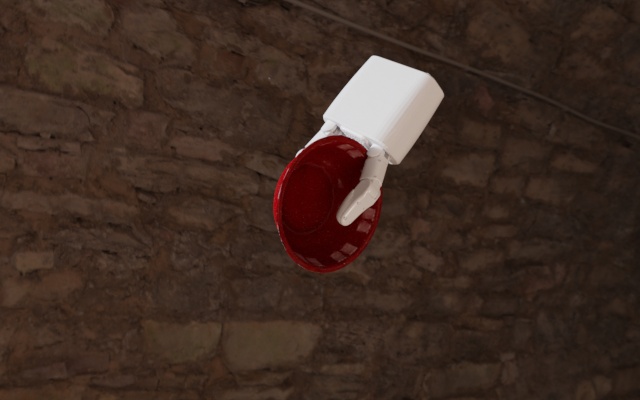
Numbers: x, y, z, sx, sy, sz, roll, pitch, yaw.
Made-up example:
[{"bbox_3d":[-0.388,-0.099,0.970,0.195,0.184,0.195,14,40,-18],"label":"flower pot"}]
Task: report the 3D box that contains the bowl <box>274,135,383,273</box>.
[{"bbox_3d":[-0.001,0.003,0.572,0.162,0.162,0.055,0,8,-41],"label":"bowl"}]
